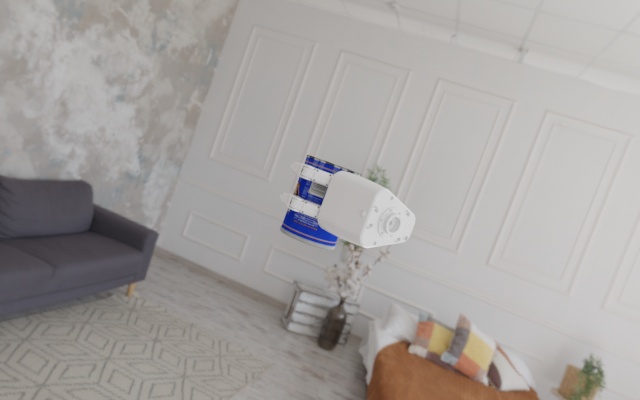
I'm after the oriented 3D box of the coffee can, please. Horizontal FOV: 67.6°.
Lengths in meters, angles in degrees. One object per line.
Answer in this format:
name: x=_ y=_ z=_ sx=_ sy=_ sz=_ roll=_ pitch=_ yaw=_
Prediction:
coffee can: x=0.000 y=0.003 z=0.836 sx=0.103 sy=0.140 sz=0.103 roll=20 pitch=4 yaw=-1
